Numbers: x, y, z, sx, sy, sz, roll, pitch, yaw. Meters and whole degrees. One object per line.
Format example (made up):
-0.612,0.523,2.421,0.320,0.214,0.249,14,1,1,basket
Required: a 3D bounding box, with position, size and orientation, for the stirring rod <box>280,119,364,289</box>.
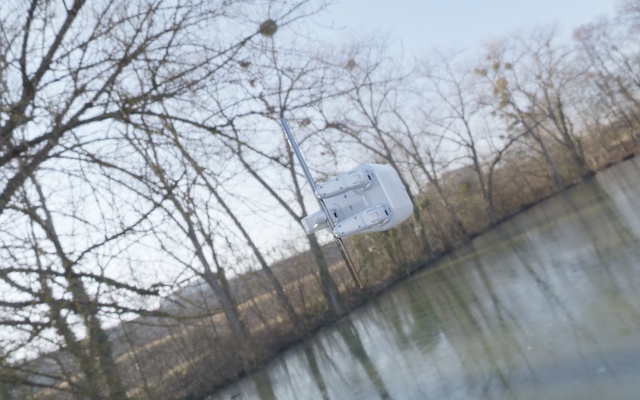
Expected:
0.000,0.002,0.614,0.011,0.239,0.011,-25,-7,-3,stirring rod
